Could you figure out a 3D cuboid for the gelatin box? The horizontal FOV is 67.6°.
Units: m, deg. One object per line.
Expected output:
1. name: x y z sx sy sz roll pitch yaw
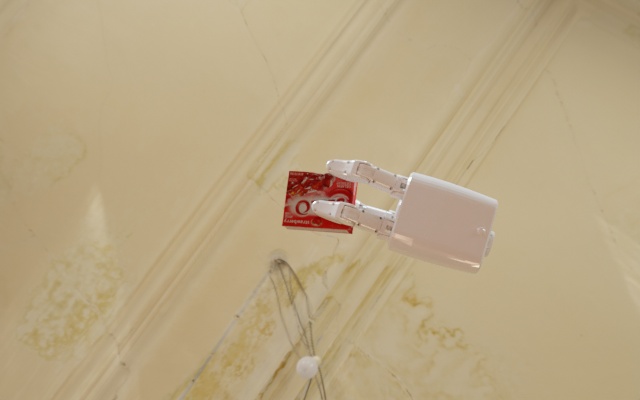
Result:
1. gelatin box: 0.000 0.002 0.607 0.089 0.073 0.030 4 -13 13
